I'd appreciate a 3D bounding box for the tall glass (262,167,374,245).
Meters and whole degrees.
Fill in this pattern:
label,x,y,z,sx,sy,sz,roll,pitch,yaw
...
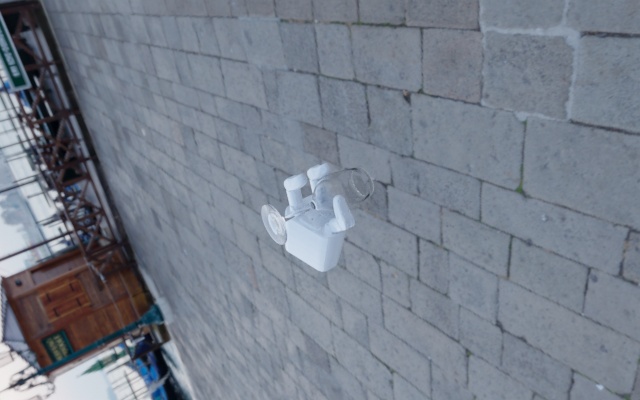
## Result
label,x,y,z,sx,sy,sz,roll,pitch,yaw
tall glass,0.000,0.003,0.843,0.201,0.079,0.079,-26,13,-29
